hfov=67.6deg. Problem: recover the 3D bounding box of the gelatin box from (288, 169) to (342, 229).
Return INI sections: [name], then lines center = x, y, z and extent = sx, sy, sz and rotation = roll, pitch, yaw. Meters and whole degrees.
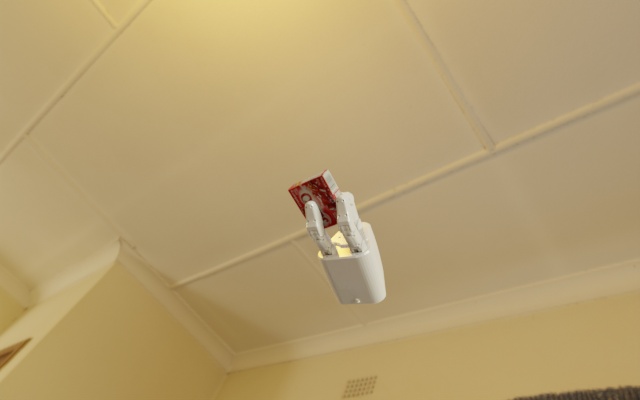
[gelatin box]
center = 0.000, 0.002, 0.792
extent = 0.073, 0.089, 0.030
rotation = -22, 16, 32
